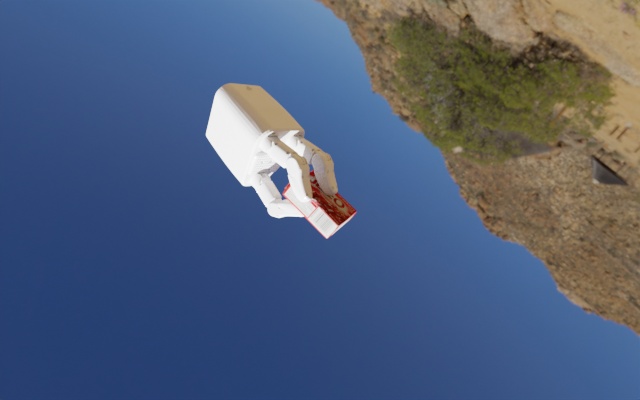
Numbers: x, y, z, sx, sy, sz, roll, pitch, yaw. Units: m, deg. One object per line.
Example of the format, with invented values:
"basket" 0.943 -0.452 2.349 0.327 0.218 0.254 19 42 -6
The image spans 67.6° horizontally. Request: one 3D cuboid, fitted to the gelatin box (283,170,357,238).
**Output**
"gelatin box" 0.000 0.003 0.661 0.030 0.089 0.073 -48 -7 27
